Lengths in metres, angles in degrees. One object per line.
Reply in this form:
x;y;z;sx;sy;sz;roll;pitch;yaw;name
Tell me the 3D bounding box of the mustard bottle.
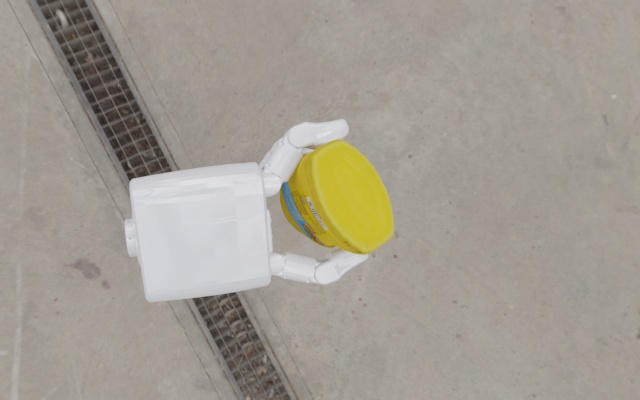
0.000;0.001;0.471;0.058;0.096;0.191;-33;7;-16;mustard bottle
